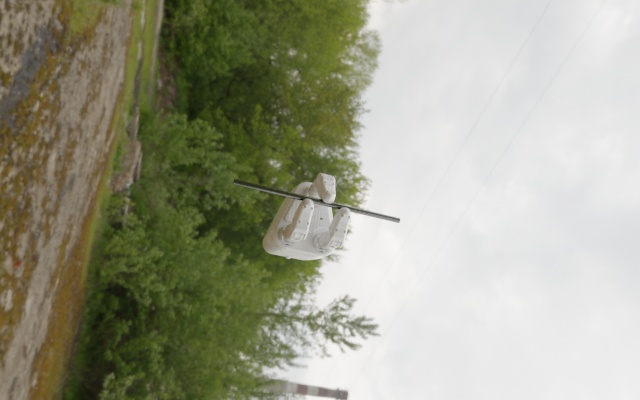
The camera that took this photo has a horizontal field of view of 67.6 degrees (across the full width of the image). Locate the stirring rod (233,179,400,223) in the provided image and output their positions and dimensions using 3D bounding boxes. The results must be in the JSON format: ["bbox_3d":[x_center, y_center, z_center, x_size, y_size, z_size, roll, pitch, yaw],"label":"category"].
[{"bbox_3d":[0.000,0.002,0.653,0.239,0.011,0.011,13,-4,-16],"label":"stirring rod"}]
